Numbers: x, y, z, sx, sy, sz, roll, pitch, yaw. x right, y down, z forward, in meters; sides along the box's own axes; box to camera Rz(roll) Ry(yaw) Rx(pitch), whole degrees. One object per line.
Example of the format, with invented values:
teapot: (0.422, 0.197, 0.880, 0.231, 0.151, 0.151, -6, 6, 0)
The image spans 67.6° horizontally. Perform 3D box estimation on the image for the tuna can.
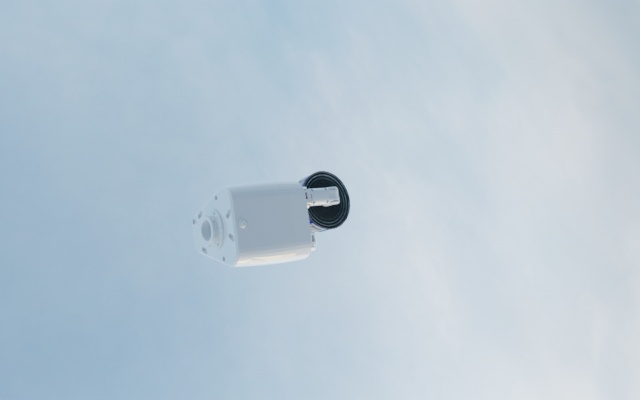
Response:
tuna can: (0.000, 0.002, 0.698, 0.086, 0.086, 0.034, 0, -12, -38)
